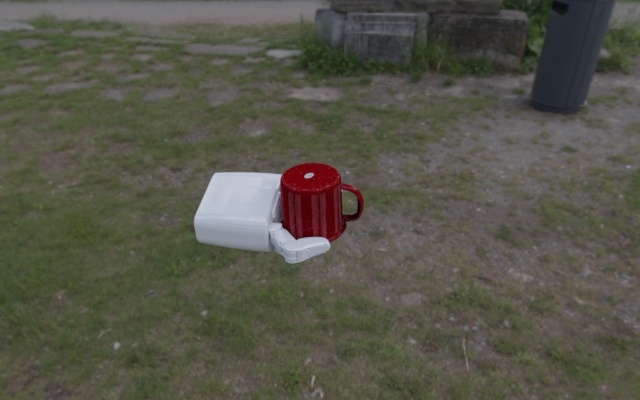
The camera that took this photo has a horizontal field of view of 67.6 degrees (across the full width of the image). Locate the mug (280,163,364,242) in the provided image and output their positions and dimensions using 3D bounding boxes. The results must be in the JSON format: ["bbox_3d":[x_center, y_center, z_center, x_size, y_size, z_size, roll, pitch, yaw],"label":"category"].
[{"bbox_3d":[0.002,0.002,0.645,0.117,0.081,0.093,3,32,10],"label":"mug"}]
